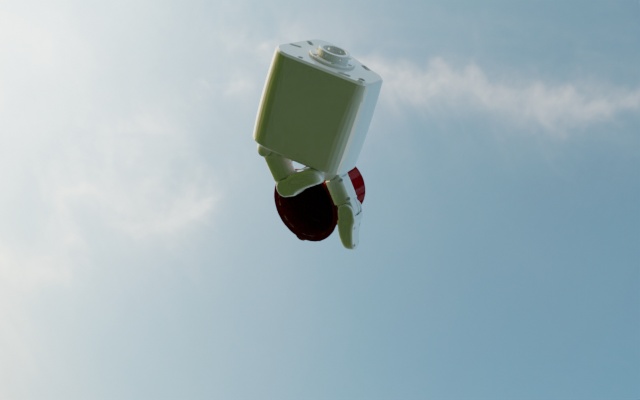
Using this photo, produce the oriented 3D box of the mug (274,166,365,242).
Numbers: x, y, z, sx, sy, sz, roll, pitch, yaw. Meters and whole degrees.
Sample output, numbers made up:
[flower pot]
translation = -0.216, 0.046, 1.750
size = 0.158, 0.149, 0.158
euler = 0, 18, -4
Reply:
[mug]
translation = 0.000, 0.003, 0.603
size = 0.093, 0.117, 0.081
euler = 33, 37, 20
